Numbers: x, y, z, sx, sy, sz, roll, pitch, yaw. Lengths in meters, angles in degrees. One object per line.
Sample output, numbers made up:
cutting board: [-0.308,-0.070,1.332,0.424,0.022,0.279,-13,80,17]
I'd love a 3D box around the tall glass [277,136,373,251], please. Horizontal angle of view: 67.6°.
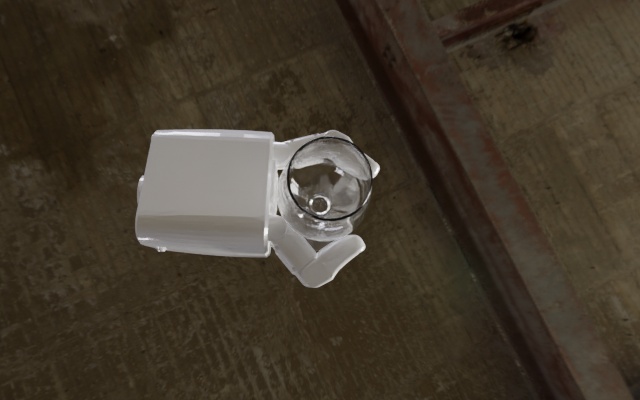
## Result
tall glass: [0.000,0.001,0.434,0.079,0.079,0.201,0,-10,-4]
